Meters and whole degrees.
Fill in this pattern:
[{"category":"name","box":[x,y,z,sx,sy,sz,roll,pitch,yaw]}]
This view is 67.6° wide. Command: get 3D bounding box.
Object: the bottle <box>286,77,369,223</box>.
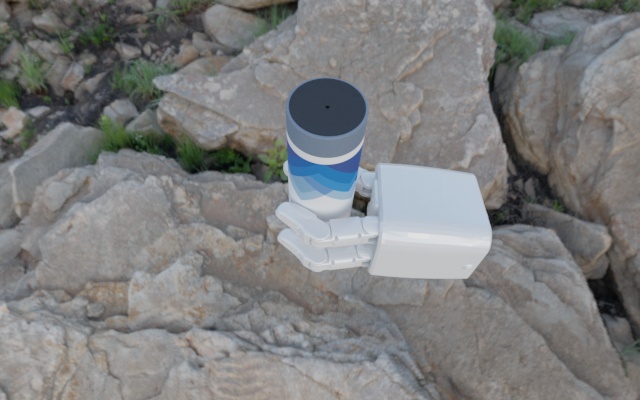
[{"category":"bottle","box":[0.000,0.002,0.505,0.069,0.069,0.296,0,-31,-2]}]
